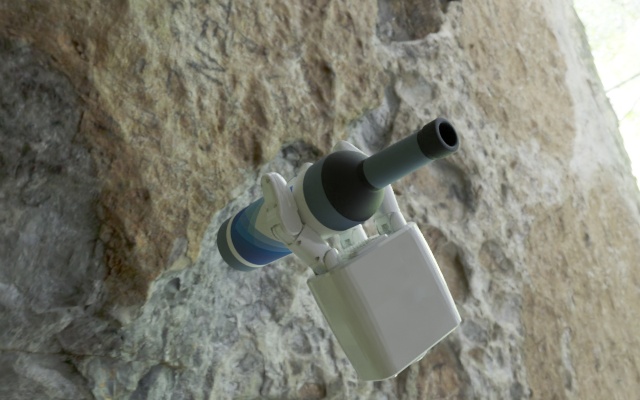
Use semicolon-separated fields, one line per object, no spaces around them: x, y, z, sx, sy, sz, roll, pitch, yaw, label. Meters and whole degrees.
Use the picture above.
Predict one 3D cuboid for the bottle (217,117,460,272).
0.000;0.001;0.441;0.069;0.069;0.296;0;-19;-40;bottle
